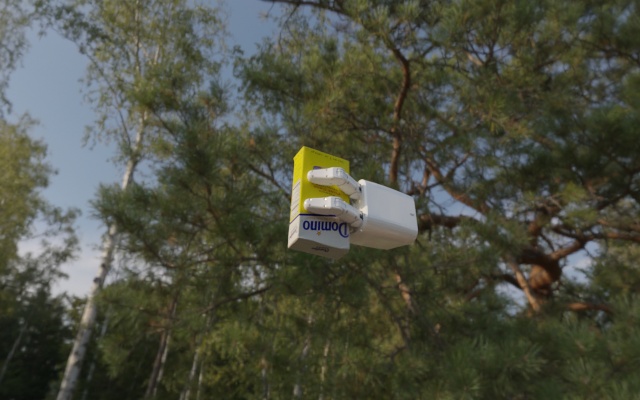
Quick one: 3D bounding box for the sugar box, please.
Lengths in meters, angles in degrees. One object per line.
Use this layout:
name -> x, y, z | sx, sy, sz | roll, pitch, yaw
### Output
sugar box -> 0.001, 0.002, 0.787 | 0.093, 0.176, 0.048 | 15, -36, -22
